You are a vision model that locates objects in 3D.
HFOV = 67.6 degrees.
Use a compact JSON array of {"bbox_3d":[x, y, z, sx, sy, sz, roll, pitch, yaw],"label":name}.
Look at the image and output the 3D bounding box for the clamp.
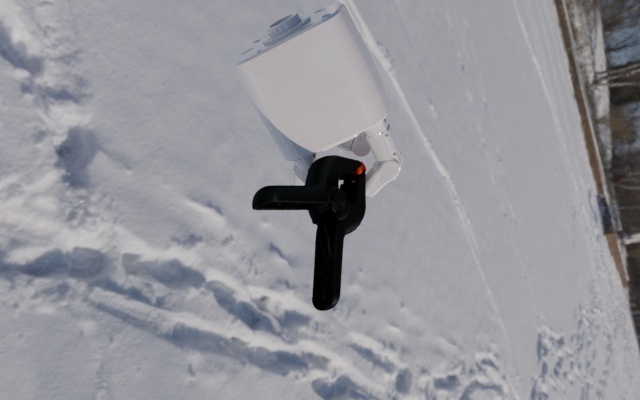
[{"bbox_3d":[0.001,0.001,0.442,0.039,0.120,0.171,-13,32,27],"label":"clamp"}]
